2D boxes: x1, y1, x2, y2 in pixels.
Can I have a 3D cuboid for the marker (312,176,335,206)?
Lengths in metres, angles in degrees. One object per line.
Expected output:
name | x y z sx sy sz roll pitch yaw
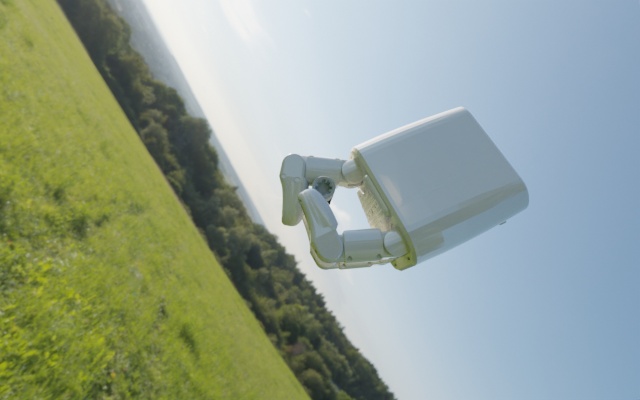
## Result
marker | 0.000 0.001 0.437 0.020 0.020 0.121 0 -12 -3
